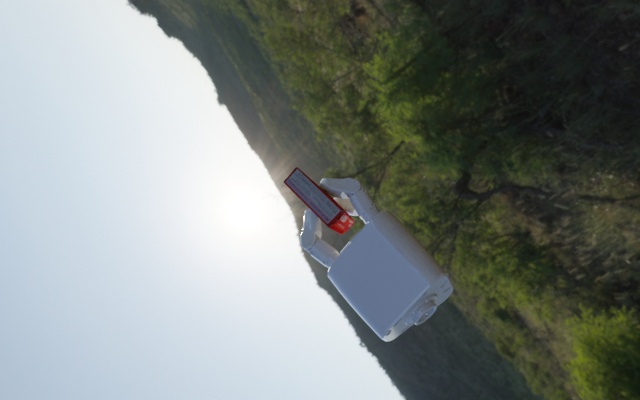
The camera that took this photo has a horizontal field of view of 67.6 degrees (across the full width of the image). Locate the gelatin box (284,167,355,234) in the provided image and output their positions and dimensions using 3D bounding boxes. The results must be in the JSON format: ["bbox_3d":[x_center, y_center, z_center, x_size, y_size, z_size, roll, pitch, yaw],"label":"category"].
[{"bbox_3d":[0.000,0.002,0.626,0.089,0.030,0.073,43,2,19],"label":"gelatin box"}]
